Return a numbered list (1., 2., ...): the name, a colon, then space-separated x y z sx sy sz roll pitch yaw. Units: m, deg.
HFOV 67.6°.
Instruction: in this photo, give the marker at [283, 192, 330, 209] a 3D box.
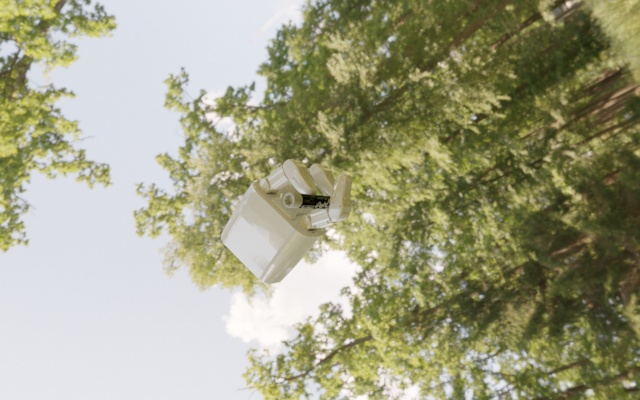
1. marker: 0.000 0.002 0.612 0.020 0.020 0.121 0 -2 39
